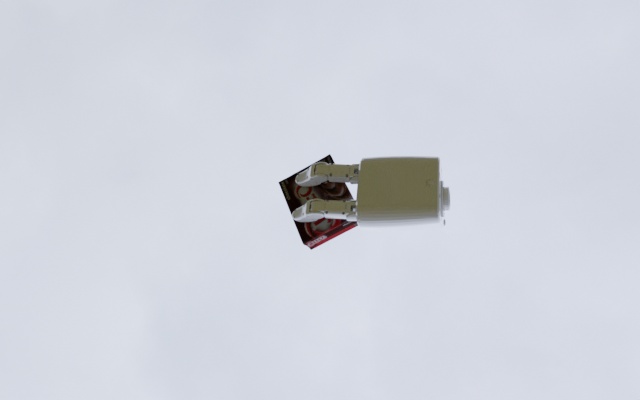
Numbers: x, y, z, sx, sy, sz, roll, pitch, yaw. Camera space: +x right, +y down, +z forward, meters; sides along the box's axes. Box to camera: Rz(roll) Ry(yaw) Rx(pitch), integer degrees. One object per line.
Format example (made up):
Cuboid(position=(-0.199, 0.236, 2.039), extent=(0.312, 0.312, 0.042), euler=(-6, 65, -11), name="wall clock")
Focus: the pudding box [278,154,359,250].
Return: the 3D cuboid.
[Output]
Cuboid(position=(0.000, 0.002, 0.694), extent=(0.090, 0.113, 0.039), euler=(-28, -30, 7), name="pudding box")
